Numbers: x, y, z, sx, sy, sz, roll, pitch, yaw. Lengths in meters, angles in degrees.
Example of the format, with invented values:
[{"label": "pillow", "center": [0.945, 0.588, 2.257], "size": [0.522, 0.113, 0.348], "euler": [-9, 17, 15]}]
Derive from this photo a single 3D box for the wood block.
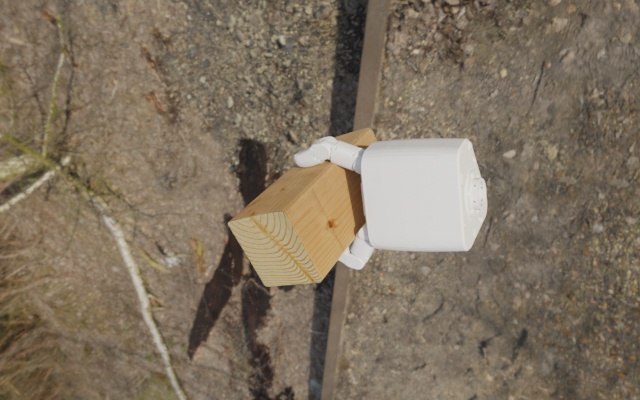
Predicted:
[{"label": "wood block", "center": [0.000, 0.002, 0.577], "size": [0.090, 0.091, 0.206], "euler": [-12, 23, 39]}]
